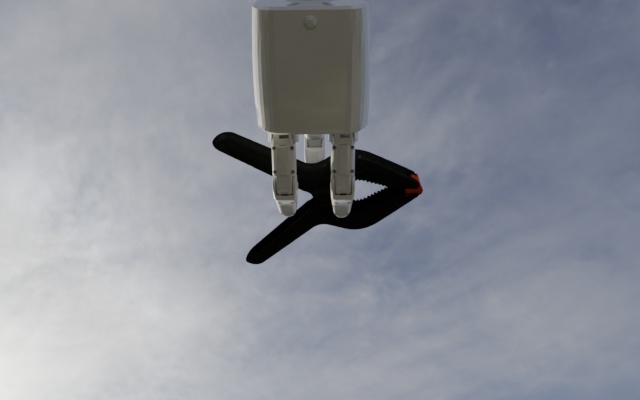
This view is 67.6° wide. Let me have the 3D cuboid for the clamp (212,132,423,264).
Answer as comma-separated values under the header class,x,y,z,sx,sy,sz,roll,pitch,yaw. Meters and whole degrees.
class,x,y,z,sx,sy,sz,roll,pitch,yaw
clamp,0.001,0.001,0.510,0.210,0.165,0.036,-1,35,0
